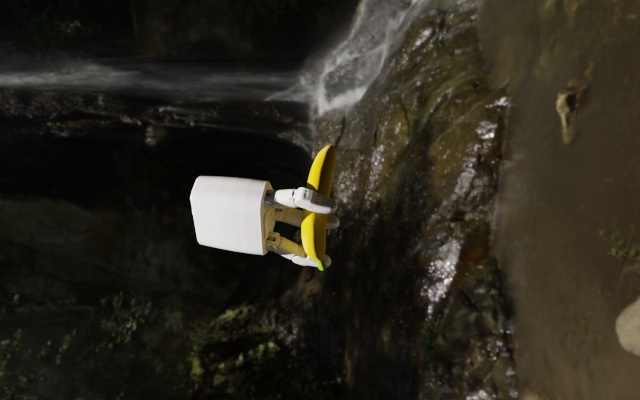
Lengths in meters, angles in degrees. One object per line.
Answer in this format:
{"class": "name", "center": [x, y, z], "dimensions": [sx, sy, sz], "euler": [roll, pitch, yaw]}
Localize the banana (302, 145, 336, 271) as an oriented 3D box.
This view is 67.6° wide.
{"class": "banana", "center": [-0.003, 0.001, 0.714], "dimensions": [0.037, 0.197, 0.070], "euler": [4, -13, 10]}
